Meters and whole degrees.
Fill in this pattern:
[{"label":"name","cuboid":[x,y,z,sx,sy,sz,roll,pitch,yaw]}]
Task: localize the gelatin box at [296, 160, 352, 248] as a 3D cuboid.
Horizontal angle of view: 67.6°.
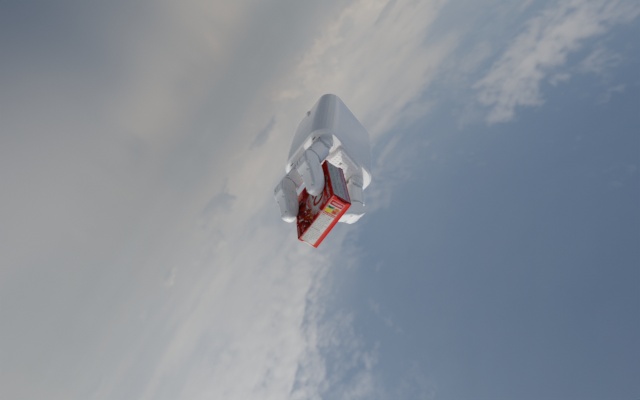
[{"label":"gelatin box","cuboid":[0.000,0.002,0.581,0.030,0.073,0.089,28,26,-22]}]
